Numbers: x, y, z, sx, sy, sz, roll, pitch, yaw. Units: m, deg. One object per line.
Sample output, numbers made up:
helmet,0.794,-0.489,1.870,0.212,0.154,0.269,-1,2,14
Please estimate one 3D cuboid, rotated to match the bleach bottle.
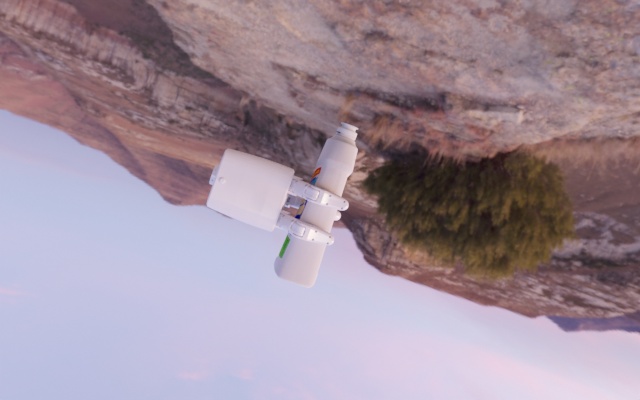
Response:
bleach bottle,0.000,0.002,0.742,0.068,0.251,0.102,20,4,-7
